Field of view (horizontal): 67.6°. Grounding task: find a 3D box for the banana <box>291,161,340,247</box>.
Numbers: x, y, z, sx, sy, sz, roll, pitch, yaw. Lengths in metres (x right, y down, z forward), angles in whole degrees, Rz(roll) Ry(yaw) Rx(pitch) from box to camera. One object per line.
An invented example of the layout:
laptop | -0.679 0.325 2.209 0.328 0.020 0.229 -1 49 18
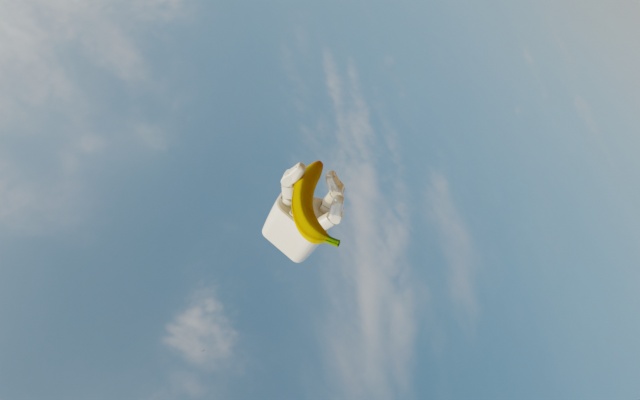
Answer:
banana | -0.017 0.004 0.826 0.069 0.197 0.037 3 -41 -16
